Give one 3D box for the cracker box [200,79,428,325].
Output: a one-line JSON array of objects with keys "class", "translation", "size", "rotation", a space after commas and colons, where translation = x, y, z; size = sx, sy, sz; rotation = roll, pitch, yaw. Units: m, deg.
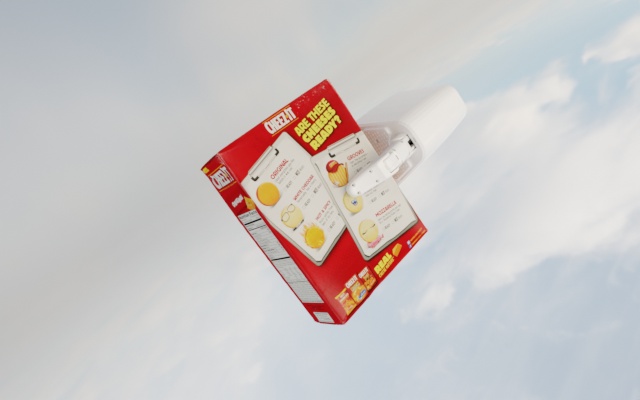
[{"class": "cracker box", "translation": [0.000, 0.002, 0.528], "size": [0.164, 0.214, 0.072], "rotation": [-41, 11, -31]}]
